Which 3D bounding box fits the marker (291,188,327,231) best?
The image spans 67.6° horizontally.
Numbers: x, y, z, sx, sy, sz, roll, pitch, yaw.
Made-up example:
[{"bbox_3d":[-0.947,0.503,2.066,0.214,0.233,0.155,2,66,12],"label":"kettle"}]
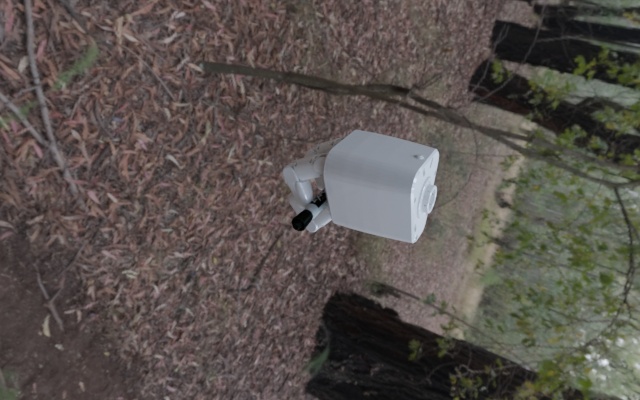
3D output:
[{"bbox_3d":[0.000,0.002,0.597,0.020,0.020,0.121,0,28,33],"label":"marker"}]
